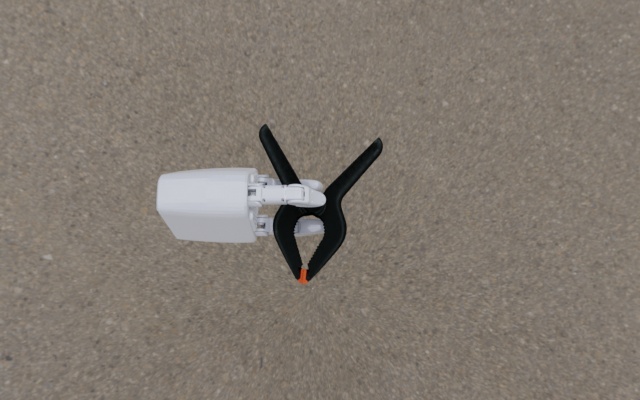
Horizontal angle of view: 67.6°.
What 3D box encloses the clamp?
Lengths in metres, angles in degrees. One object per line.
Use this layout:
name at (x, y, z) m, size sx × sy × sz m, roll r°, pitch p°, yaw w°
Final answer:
clamp at (0.000, 0.002, 0.618) m, size 0.164 × 0.210 × 0.036 m, roll 0°, pitch -10°, yaw 1°
